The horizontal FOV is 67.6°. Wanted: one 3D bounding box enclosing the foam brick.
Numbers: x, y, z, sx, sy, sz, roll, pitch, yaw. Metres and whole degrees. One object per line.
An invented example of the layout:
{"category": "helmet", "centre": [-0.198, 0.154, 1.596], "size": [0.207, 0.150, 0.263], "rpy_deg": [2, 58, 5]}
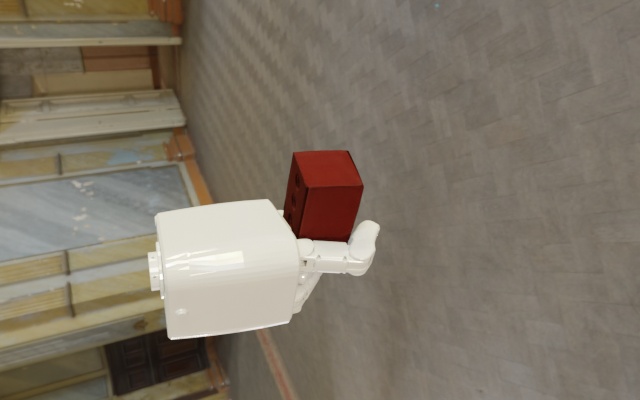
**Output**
{"category": "foam brick", "centre": [0.000, 0.001, 0.423], "size": [0.051, 0.078, 0.053], "rpy_deg": [-1, 39, -17]}
